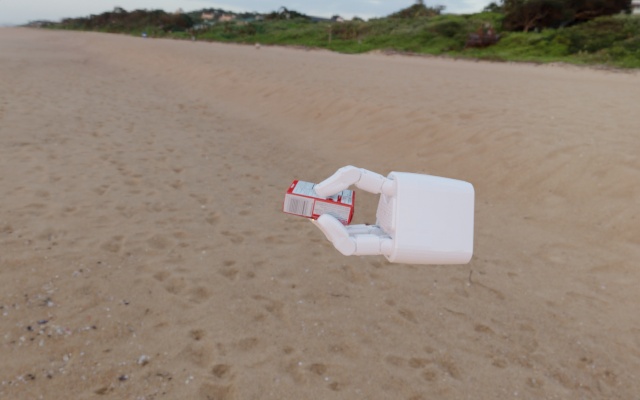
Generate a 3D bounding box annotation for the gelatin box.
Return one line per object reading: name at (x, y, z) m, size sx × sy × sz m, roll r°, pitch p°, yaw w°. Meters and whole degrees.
gelatin box at (0.000, 0.002, 0.626) m, size 0.089 × 0.030 × 0.073 m, roll 12°, pitch 16°, yaw 2°
